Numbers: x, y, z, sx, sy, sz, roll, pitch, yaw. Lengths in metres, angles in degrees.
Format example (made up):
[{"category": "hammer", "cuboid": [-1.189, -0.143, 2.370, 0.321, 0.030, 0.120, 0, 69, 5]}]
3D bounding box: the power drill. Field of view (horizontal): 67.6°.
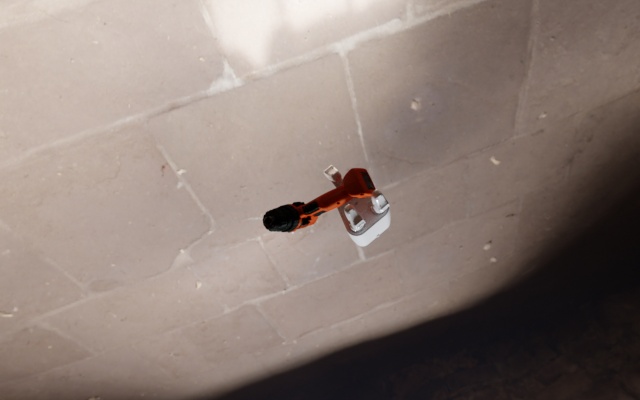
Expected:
[{"category": "power drill", "cuboid": [0.001, 0.003, 0.883, 0.188, 0.057, 0.184, -25, -5, 21]}]
